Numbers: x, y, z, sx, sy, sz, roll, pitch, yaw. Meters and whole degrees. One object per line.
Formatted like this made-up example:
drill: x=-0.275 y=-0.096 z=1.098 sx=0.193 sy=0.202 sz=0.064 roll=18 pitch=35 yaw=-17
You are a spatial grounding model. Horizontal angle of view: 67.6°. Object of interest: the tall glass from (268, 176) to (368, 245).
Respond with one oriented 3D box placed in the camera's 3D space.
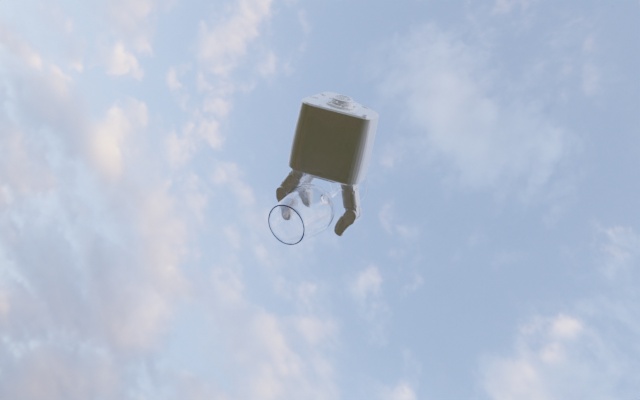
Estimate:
tall glass: x=0.000 y=0.002 z=0.752 sx=0.079 sy=0.079 sz=0.201 roll=0 pitch=19 yaw=32
